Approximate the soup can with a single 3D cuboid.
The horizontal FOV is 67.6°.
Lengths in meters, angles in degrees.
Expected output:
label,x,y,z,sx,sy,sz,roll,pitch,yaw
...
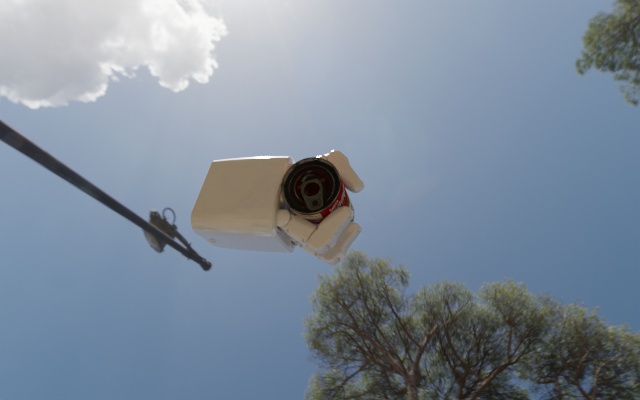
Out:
label,x,y,z,sx,sy,sz,roll,pitch,yaw
soup can,0.001,0.002,0.567,0.068,0.068,0.102,0,-22,14
